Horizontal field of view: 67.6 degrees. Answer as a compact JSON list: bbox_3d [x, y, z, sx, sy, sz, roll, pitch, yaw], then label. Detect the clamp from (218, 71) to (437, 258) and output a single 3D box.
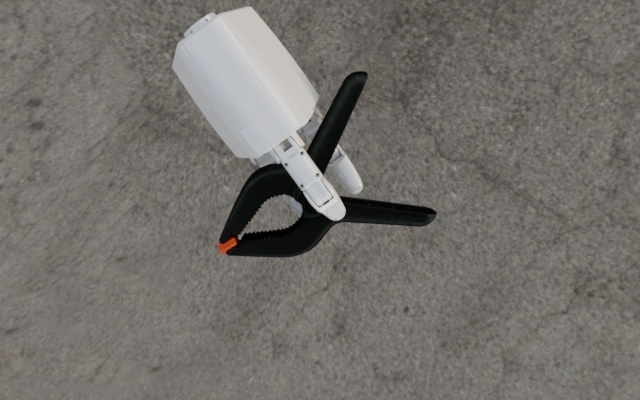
[{"bbox_3d":[0.000,0.002,0.463,0.210,0.164,0.036,-35,14,5],"label":"clamp"}]
